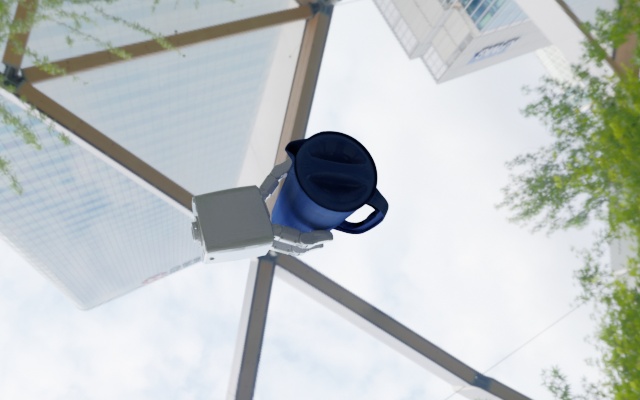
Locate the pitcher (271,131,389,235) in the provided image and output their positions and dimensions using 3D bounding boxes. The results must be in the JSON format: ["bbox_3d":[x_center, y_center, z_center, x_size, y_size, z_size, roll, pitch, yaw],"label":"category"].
[{"bbox_3d":[0.000,0.003,0.808,0.145,0.149,0.243,-12,-18,-22],"label":"pitcher"}]
